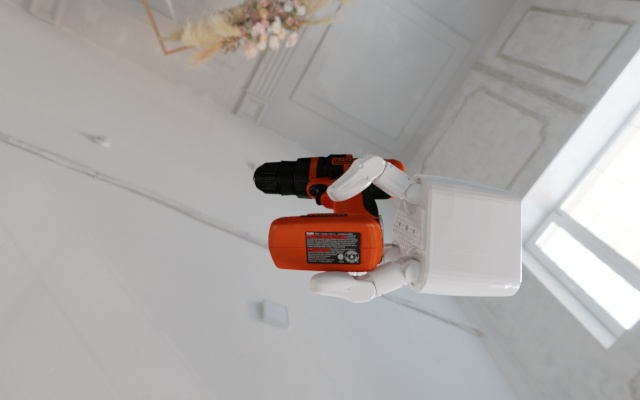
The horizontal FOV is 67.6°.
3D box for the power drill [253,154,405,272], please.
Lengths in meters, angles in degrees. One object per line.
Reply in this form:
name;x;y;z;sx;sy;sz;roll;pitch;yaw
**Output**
power drill;0.000;0.002;0.515;0.184;0.057;0.187;-1;27;9
